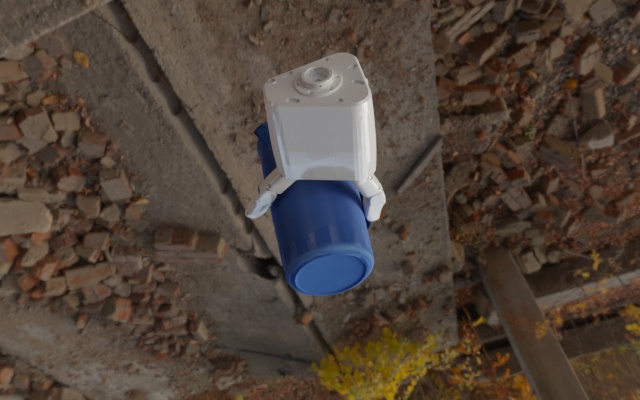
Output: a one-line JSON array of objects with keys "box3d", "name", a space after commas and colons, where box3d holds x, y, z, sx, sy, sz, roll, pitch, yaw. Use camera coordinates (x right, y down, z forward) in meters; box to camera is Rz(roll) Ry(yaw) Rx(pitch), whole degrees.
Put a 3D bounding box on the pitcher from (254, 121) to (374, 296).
[{"box3d": [0.000, 0.002, 0.643, 0.149, 0.242, 0.145, -10, -40, -4], "name": "pitcher"}]
